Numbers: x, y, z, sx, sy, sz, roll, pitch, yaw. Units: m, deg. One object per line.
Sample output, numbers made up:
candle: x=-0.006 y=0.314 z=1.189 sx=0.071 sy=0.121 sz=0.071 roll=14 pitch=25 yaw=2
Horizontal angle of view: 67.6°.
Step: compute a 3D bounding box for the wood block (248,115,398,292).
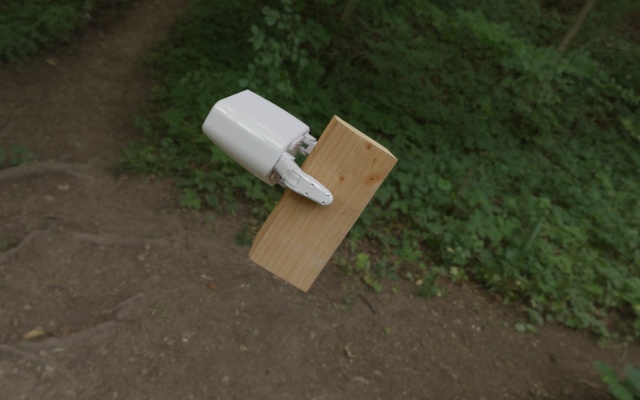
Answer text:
wood block: x=0.000 y=0.002 z=0.628 sx=0.090 sy=0.206 sz=0.090 roll=32 pitch=12 yaw=-8
